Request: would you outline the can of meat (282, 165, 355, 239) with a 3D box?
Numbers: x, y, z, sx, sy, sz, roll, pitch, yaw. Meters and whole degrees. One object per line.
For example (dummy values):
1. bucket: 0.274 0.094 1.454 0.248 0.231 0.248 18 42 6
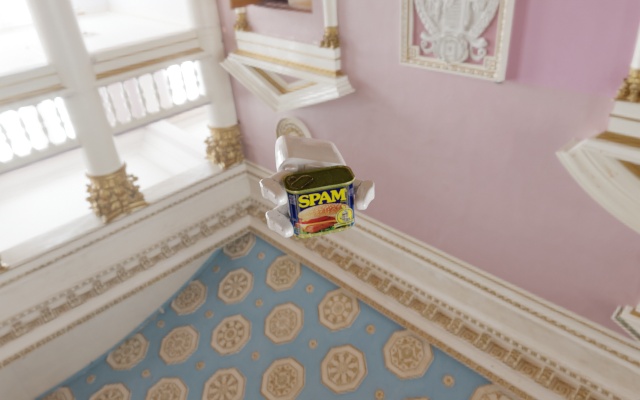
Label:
1. can of meat: 0.000 0.003 0.703 0.102 0.084 0.057 -10 32 -8
